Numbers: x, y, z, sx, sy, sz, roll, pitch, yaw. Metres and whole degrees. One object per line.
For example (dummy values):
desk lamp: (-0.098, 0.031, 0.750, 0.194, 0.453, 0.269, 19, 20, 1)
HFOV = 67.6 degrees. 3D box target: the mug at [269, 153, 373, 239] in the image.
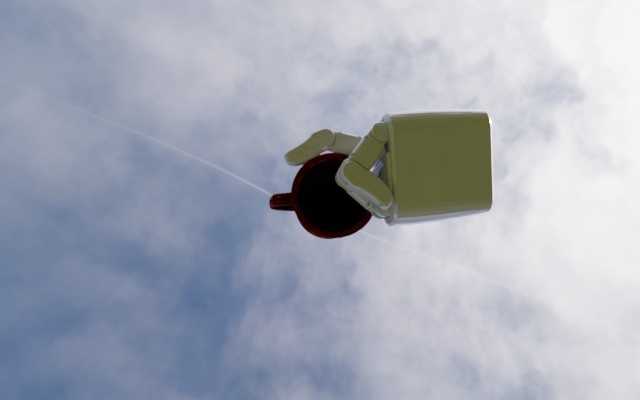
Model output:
mug: (-0.001, 0.002, 0.549, 0.117, 0.093, 0.081, -5, -10, -5)
